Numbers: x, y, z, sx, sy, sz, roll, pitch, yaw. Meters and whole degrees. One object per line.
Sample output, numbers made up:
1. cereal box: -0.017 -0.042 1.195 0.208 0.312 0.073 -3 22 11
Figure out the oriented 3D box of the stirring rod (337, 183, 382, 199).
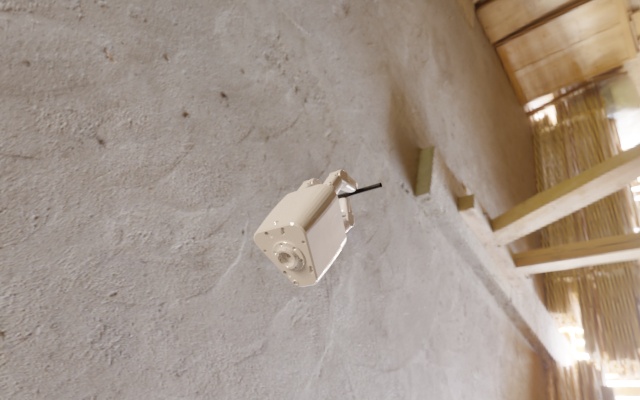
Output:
1. stirring rod: 0.000 0.003 0.824 0.239 0.011 0.011 -16 -9 34
